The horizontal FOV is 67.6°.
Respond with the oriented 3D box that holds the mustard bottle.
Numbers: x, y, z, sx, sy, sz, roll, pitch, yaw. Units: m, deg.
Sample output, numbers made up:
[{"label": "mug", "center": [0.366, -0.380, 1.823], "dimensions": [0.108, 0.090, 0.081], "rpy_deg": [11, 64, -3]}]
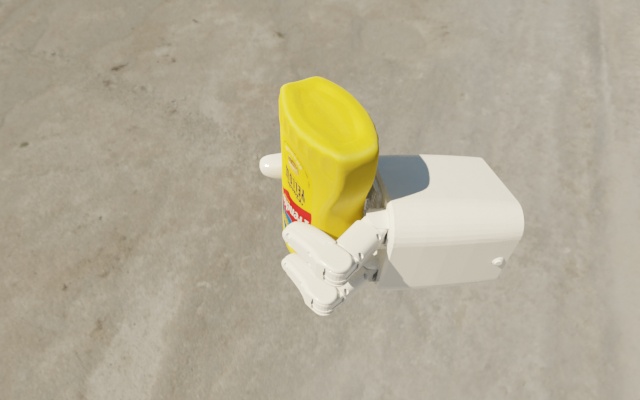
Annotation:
[{"label": "mustard bottle", "center": [0.000, 0.001, 0.401], "dimensions": [0.058, 0.096, 0.192], "rpy_deg": [-21, -37, -21]}]
